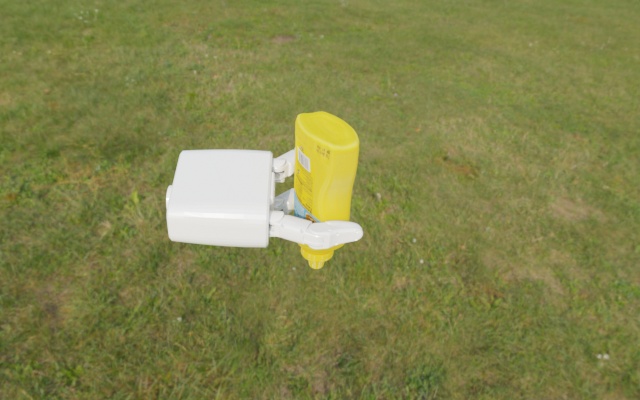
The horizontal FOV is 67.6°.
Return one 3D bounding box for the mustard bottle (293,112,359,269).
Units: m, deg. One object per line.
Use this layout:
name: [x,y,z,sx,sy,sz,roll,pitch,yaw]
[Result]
mustard bottle: [0.000,0.002,0.556,0.058,0.192,0.096,-12,36,-24]
